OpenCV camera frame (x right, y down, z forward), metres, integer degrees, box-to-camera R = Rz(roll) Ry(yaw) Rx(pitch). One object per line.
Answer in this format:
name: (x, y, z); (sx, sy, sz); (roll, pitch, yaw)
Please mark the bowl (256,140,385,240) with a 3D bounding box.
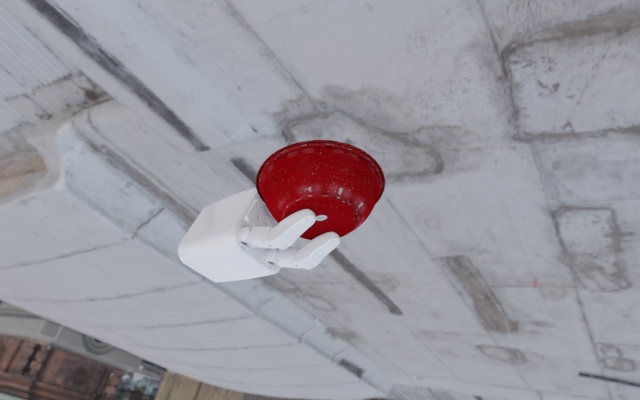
bowl: (0.001, 0.002, 0.581); (0.162, 0.055, 0.162); (0, -39, 0)
